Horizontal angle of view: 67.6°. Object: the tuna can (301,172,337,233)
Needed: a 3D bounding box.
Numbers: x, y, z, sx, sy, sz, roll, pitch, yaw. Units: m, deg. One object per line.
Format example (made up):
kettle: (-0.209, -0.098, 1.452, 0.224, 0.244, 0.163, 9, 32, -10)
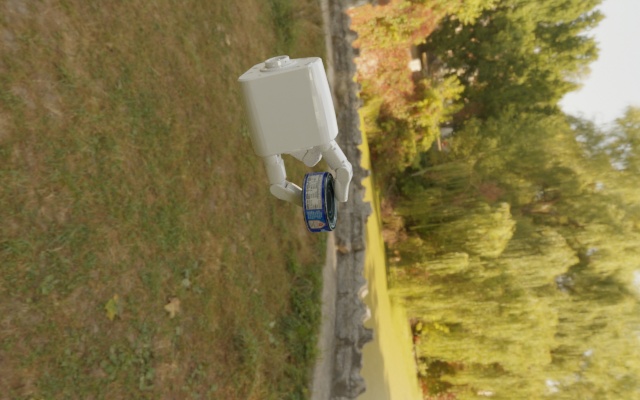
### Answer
tuna can: (0.001, 0.002, 0.676, 0.034, 0.086, 0.086, -3, -1, 12)
